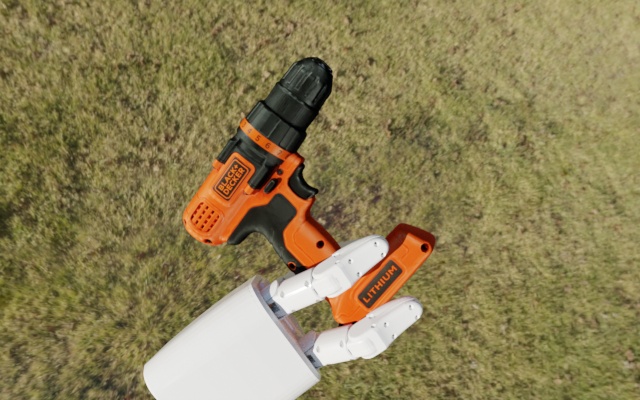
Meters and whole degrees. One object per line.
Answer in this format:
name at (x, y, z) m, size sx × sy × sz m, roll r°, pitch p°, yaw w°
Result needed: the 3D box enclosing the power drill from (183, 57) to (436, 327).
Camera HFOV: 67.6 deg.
power drill at (0.000, 0.002, 0.400) m, size 0.187 × 0.184 × 0.057 m, roll 39°, pitch 14°, yaw 5°
